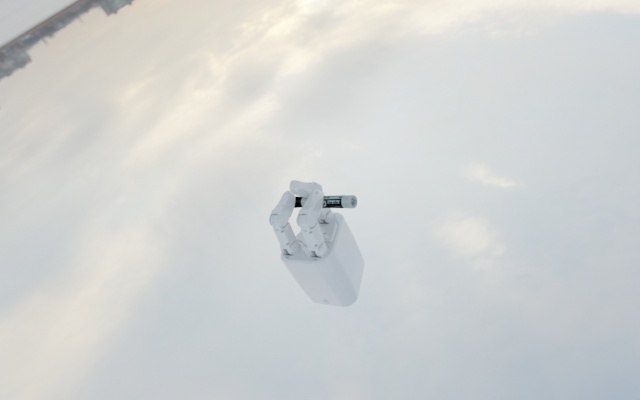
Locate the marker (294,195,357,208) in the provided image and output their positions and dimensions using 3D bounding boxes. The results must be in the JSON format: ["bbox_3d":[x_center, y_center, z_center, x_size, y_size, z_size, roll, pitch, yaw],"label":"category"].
[{"bbox_3d":[0.000,0.002,0.704,0.121,0.020,0.020,-1,0,39],"label":"marker"}]
